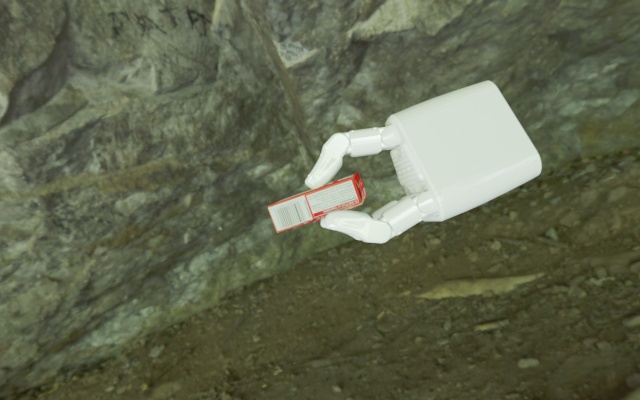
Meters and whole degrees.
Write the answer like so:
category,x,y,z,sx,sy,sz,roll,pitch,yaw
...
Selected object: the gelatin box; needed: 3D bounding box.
category,x,y,z,sx,sy,sz,roll,pitch,yaw
gelatin box,0.000,0.001,0.474,0.089,0.030,0.073,-19,3,9
